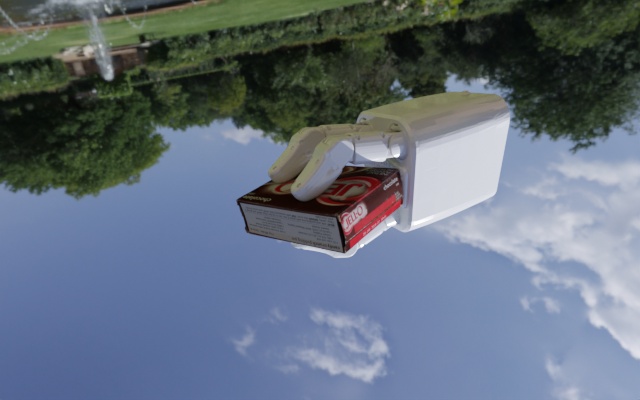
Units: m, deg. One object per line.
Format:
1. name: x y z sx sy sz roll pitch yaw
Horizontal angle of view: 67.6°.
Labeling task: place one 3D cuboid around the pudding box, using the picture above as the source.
1. pudding box: 0.000 0.001 0.408 0.113 0.039 0.090 5 27 40
